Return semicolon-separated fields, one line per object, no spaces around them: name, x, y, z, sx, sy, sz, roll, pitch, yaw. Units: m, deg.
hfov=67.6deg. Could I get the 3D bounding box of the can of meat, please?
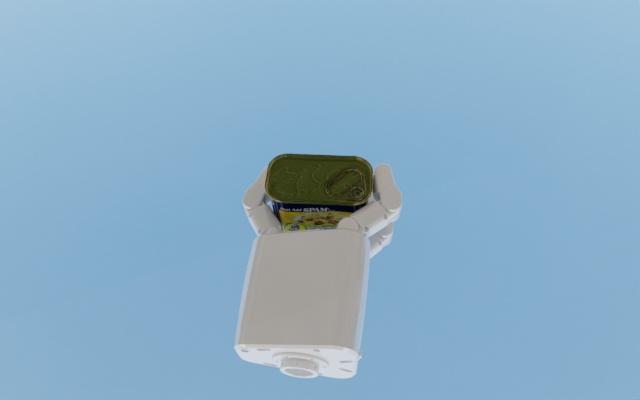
can of meat;0.000;0.002;0.486;0.102;0.057;0.084;2;-34;4
